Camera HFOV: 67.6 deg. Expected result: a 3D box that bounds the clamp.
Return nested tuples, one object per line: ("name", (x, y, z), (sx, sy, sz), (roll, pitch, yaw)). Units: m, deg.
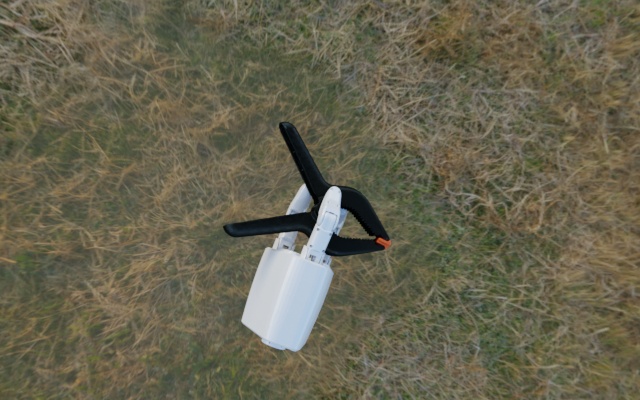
("clamp", (0.001, 0.002, 0.622), (0.210, 0.164, 0.036), (22, -10, -10))
